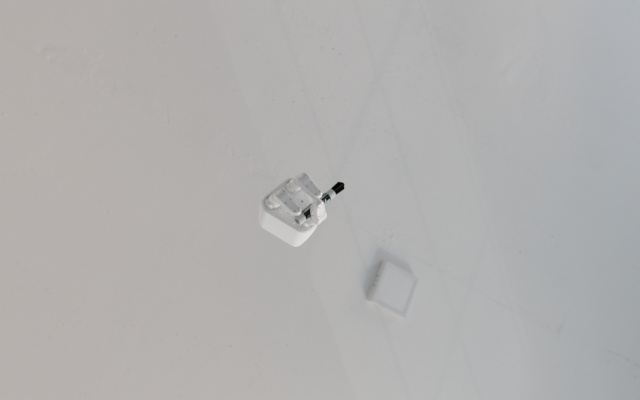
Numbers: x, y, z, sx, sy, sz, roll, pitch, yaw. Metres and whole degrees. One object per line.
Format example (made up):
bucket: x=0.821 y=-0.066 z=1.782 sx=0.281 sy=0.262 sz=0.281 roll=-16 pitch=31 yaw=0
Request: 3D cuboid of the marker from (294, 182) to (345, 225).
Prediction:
marker: x=0.000 y=0.003 z=0.886 sx=0.121 sy=0.020 sz=0.020 roll=-39 pitch=18 yaw=-24
